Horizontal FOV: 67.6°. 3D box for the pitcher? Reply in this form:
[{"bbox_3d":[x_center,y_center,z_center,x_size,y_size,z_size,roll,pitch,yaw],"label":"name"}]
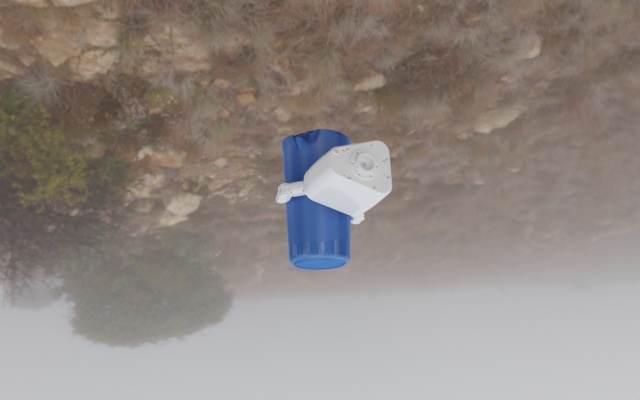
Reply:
[{"bbox_3d":[0.000,0.003,0.892,0.149,0.242,0.145,6,-20,-22],"label":"pitcher"}]
